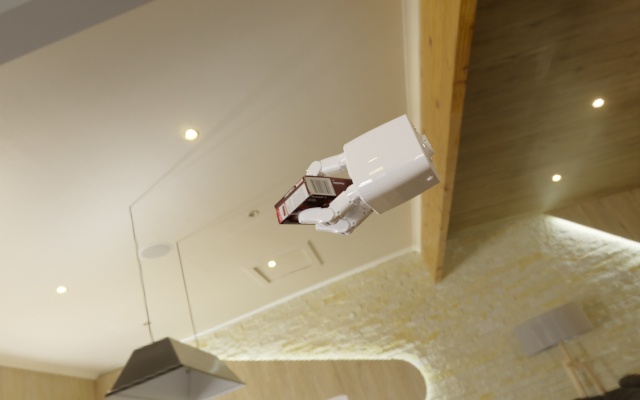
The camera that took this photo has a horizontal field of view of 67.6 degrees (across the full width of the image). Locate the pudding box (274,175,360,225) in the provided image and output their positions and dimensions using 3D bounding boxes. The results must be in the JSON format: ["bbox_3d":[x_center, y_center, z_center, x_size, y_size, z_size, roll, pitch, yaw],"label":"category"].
[{"bbox_3d":[0.000,0.002,0.731,0.113,0.039,0.090,5,-35,-38],"label":"pudding box"}]
